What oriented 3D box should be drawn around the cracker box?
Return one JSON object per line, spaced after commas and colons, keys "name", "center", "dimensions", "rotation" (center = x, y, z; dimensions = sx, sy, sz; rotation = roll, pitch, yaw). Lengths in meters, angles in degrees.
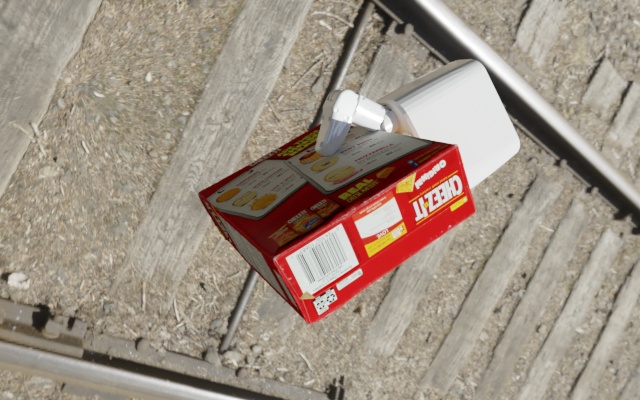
{"name": "cracker box", "center": [0.000, 0.001, 0.430], "dimensions": [0.164, 0.072, 0.213], "rotation": [-32, 25, -17]}
